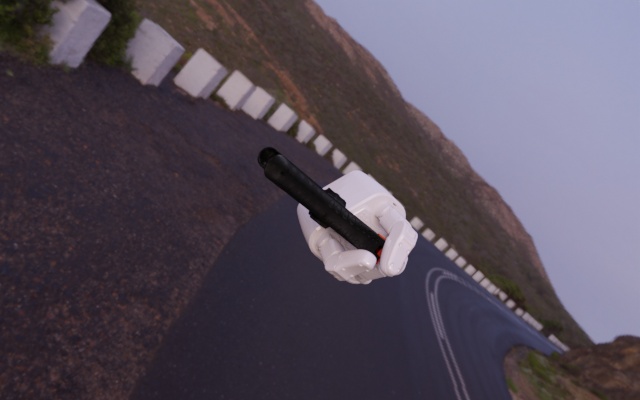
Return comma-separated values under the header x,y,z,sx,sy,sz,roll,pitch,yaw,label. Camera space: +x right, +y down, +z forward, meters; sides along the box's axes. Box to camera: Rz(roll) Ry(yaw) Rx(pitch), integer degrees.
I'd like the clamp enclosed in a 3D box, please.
x,y,z,sx,sy,sz,roll,pitch,yaw,label
0.001,0.001,0.497,0.171,0.039,0.120,42,6,-24,clamp
